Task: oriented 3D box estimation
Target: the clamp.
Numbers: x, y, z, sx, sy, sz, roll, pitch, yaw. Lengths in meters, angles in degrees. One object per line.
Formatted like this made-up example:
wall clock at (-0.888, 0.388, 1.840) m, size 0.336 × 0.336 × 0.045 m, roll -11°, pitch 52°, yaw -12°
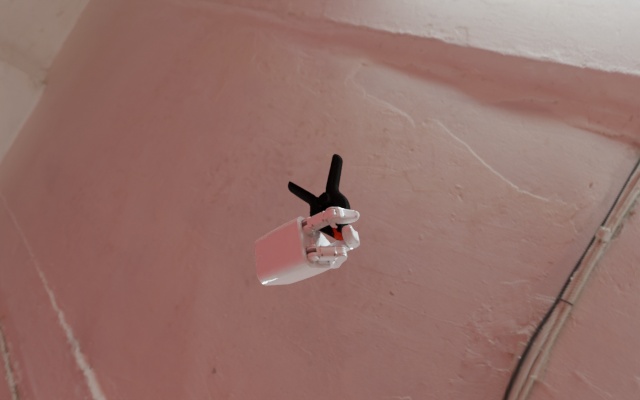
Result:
clamp at (0.001, 0.003, 0.891) m, size 0.120 × 0.171 × 0.039 m, roll -26°, pitch -36°, yaw 24°
